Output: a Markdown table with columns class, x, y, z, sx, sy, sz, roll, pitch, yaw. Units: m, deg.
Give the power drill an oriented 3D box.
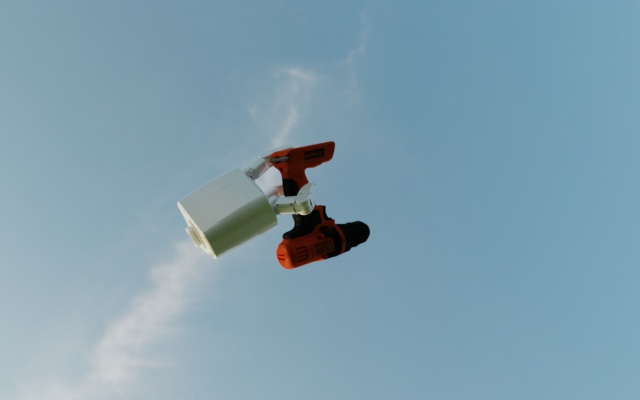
| class | x | y | z | sx | sy | sz | roll | pitch | yaw |
| --- | --- | --- | --- | --- | --- | --- | --- | --- | --- |
| power drill | 0.000 | 0.002 | 0.768 | 0.184 | 0.187 | 0.057 | -15 | 7 | -40 |
